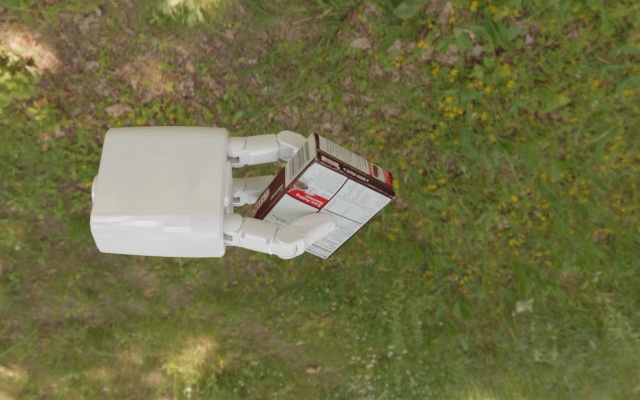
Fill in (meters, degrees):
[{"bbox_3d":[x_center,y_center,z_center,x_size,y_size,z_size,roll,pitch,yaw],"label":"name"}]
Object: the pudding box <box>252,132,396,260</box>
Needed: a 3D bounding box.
[{"bbox_3d":[0.000,0.002,0.449,0.090,0.039,0.113,24,-48,-26],"label":"pudding box"}]
